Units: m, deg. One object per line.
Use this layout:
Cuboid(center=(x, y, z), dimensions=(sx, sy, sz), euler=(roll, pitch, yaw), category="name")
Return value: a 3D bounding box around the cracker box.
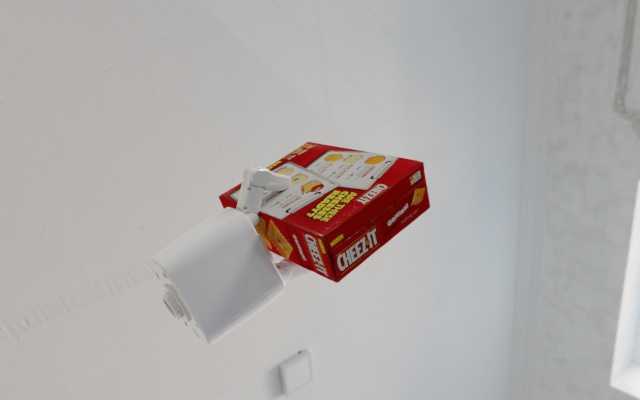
Cuboid(center=(0.000, 0.002, 0.594), dimensions=(0.164, 0.072, 0.213), euler=(-35, 32, -29), category="cracker box")
